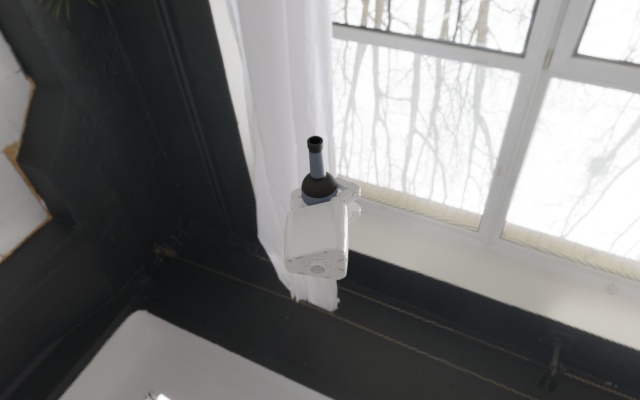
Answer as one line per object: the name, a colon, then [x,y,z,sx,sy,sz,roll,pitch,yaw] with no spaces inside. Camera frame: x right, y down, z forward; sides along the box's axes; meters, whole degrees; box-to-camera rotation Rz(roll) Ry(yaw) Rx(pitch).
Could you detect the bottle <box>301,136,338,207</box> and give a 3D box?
bottle: [0.000,0.003,0.892,0.069,0.069,0.296,0,-44,5]
